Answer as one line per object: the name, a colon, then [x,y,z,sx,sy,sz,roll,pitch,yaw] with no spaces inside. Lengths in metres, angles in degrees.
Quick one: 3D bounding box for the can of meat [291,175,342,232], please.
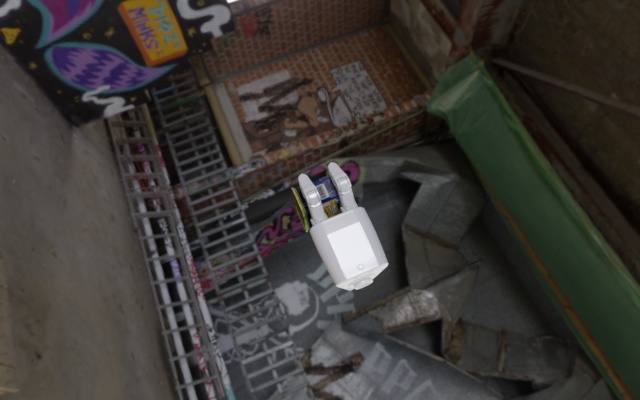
can of meat: [0.000,0.003,0.838,0.084,0.057,0.102,-21,-25,-7]
